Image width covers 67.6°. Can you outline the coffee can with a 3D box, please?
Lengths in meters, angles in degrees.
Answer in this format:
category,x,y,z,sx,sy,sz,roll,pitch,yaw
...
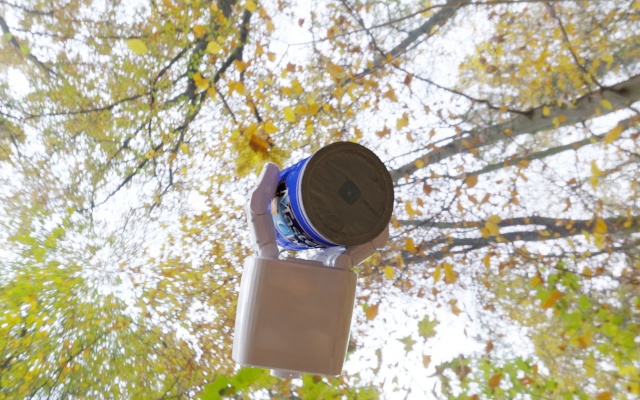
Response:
category,x,y,z,sx,sy,sz,roll,pitch,yaw
coffee can,0.000,0.001,0.521,0.103,0.103,0.140,0,-8,-24
